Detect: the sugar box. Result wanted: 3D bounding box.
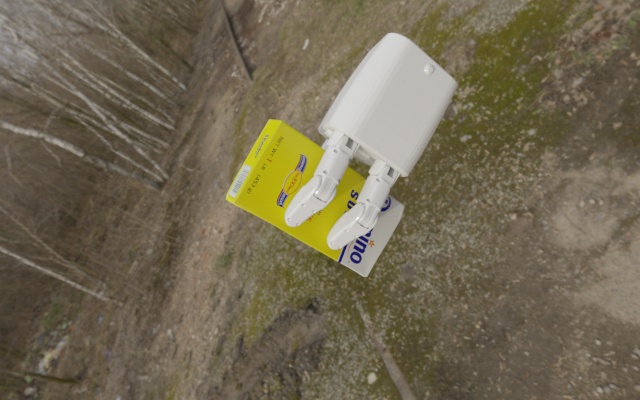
[{"bbox_3d":[0.000,0.002,0.499,0.176,0.093,0.048,31,-3,-25],"label":"sugar box"}]
